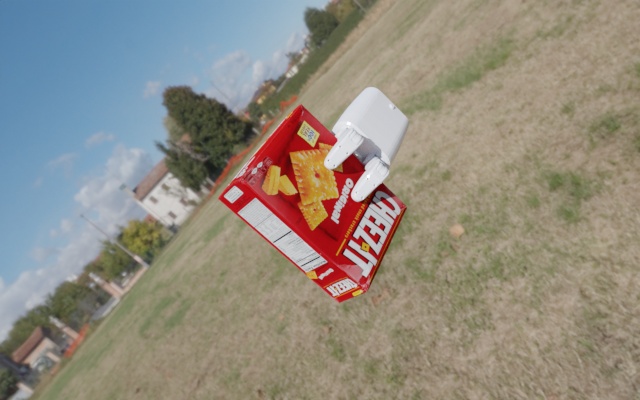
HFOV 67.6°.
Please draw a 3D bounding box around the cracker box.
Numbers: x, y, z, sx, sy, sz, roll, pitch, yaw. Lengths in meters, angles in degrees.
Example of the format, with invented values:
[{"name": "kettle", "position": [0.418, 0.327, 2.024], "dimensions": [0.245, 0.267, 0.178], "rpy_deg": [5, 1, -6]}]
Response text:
[{"name": "cracker box", "position": [0.000, 0.002, 0.635], "dimensions": [0.072, 0.214, 0.164], "rpy_deg": [-34, 18, 49]}]
